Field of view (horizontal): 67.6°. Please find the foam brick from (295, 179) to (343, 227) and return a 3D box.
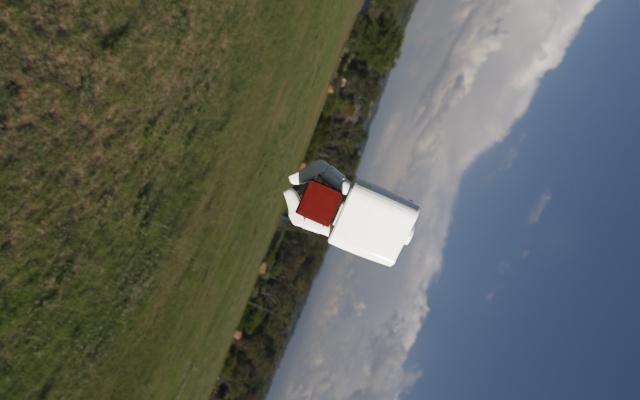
[{"bbox_3d":[0.000,0.002,0.691,0.051,0.053,0.078,25,4,2],"label":"foam brick"}]
